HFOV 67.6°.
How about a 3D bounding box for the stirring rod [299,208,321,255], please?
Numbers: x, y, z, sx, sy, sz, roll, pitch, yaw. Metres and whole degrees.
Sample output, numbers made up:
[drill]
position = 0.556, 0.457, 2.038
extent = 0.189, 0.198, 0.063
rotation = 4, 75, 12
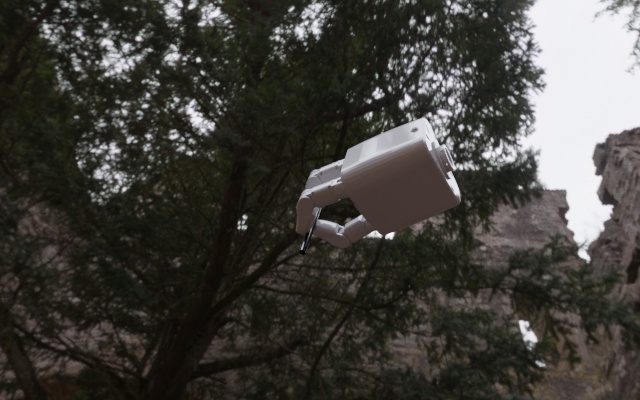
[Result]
[stirring rod]
position = 0.000, 0.002, 0.671
extent = 0.011, 0.011, 0.239
rotation = 0, 30, 12
